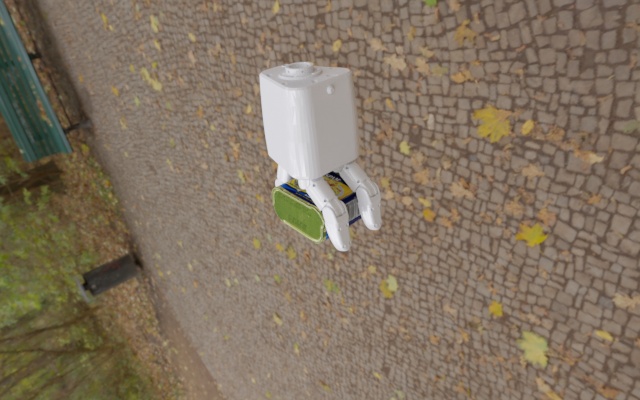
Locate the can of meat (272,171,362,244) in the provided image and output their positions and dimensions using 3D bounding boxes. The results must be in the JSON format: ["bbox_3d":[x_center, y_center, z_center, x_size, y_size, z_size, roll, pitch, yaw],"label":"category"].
[{"bbox_3d":[0.000,0.002,0.609,0.084,0.057,0.102,-28,41,-35],"label":"can of meat"}]
